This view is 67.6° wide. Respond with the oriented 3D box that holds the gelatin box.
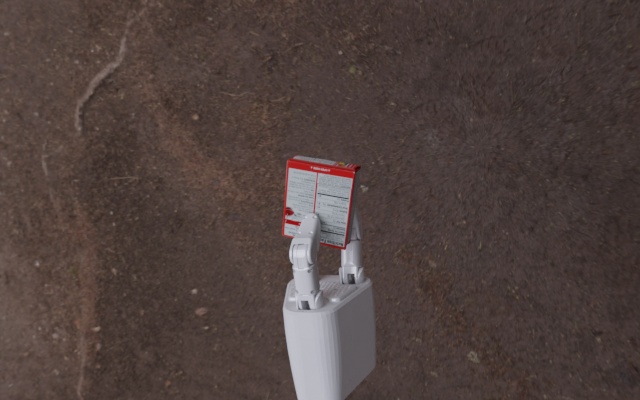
[{"bbox_3d":[0.000,0.001,0.507,0.073,0.089,0.030,11,20,15],"label":"gelatin box"}]
